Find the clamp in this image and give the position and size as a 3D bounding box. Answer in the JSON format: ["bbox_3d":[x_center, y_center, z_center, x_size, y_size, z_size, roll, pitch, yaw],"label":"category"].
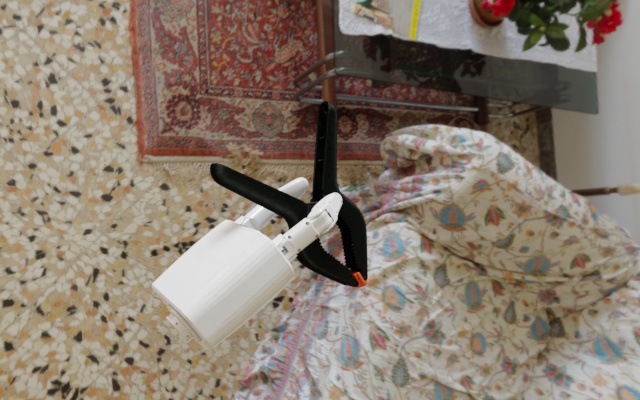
[{"bbox_3d":[0.001,0.002,0.535,0.164,0.210,0.036,-41,15,-23],"label":"clamp"}]
